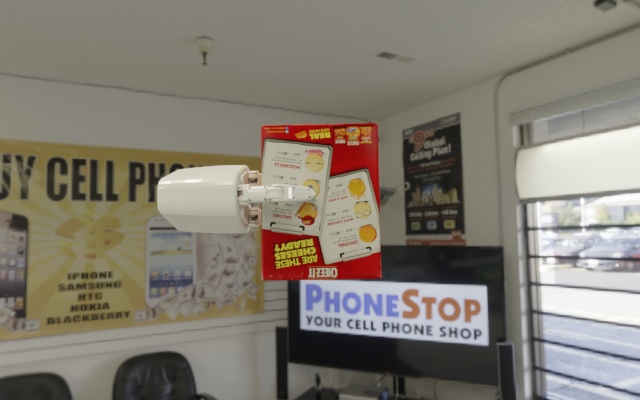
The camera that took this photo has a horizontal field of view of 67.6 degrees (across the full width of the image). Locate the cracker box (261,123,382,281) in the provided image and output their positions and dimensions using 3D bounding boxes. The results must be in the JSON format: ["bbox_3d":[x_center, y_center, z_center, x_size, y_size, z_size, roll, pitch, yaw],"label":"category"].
[{"bbox_3d":[0.000,0.002,0.677,0.164,0.213,0.072,-1,-4,2],"label":"cracker box"}]
